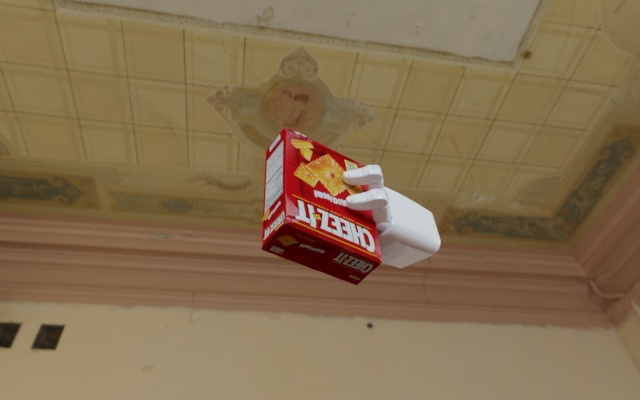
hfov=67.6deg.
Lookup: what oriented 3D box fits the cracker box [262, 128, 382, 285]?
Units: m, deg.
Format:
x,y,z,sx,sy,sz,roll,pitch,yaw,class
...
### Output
x,y,z,sx,sy,sz,roll,pitch,yaw,class
0.000,0.002,0.727,0.164,0.213,0.072,24,-52,-25,cracker box
